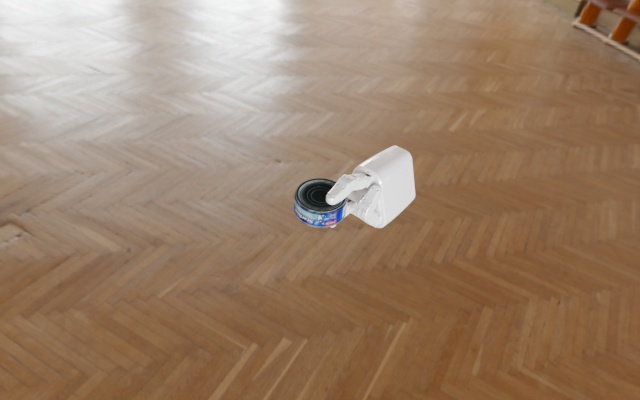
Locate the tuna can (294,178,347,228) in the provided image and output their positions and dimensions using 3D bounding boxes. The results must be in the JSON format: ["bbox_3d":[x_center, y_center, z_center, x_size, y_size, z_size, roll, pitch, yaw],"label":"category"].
[{"bbox_3d":[0.000,0.002,0.769,0.086,0.034,0.086,2,42,-2],"label":"tuna can"}]
